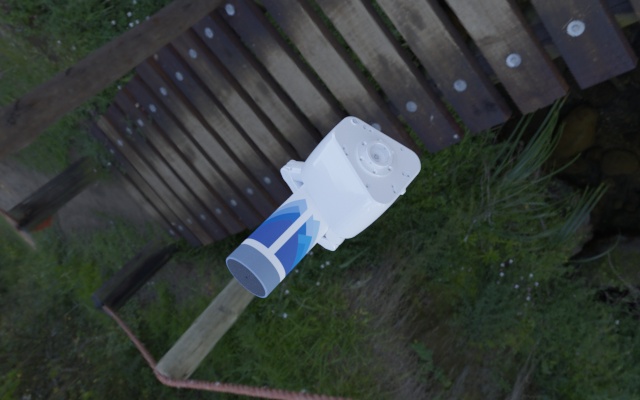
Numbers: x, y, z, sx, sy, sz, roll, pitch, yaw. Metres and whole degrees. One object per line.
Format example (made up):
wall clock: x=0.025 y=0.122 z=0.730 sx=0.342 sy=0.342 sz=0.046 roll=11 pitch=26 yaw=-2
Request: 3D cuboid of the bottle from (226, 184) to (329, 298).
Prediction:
bottle: x=0.000 y=0.002 z=0.645 sx=0.069 sy=0.069 sz=0.295 roll=0 pitch=38 yaw=50
